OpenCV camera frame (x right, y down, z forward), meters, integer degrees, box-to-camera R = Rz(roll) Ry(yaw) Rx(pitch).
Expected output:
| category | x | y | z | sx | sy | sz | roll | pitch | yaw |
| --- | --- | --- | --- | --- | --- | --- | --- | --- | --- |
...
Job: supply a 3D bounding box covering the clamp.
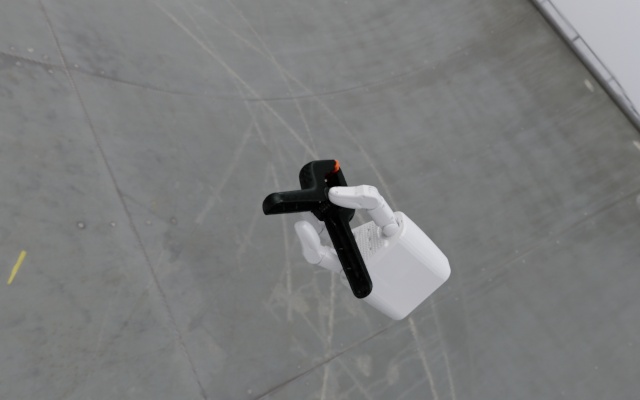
| category | x | y | z | sx | sy | sz | roll | pitch | yaw |
| --- | --- | --- | --- | --- | --- | --- | --- | --- | --- |
| clamp | 0.001 | 0.001 | 0.588 | 0.036 | 0.209 | 0.165 | -35 | -61 | 24 |
